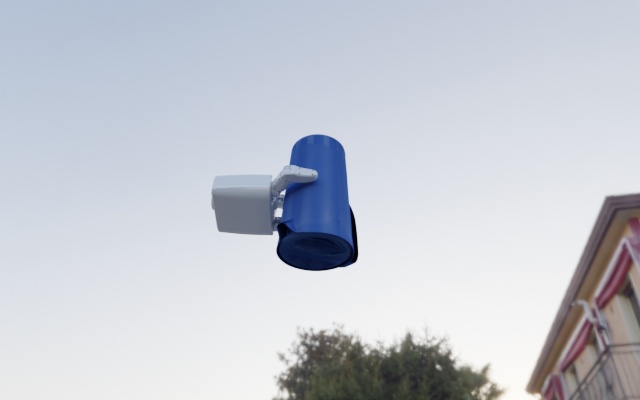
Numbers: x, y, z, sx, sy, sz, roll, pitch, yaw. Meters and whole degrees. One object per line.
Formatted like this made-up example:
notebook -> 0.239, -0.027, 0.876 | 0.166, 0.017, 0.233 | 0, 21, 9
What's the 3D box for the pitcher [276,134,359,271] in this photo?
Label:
pitcher -> 0.000, 0.003, 0.885 | 0.145, 0.242, 0.149 | 1, -36, 1
